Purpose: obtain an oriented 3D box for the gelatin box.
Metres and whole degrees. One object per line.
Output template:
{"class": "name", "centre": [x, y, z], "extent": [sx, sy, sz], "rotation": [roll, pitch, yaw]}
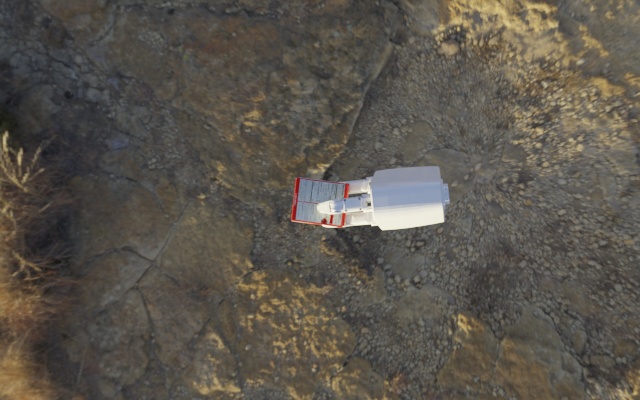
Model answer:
{"class": "gelatin box", "centre": [0.000, 0.003, 0.793], "extent": [0.089, 0.073, 0.030], "rotation": [7, 4, 9]}
